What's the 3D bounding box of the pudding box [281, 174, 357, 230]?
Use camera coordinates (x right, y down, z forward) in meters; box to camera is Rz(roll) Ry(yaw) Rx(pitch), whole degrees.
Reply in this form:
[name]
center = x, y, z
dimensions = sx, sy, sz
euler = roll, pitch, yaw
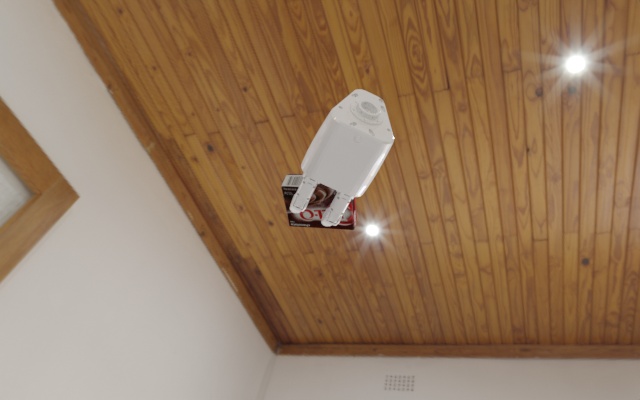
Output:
[pudding box]
center = 0.000, 0.002, 0.767
dimensions = 0.113, 0.090, 0.039
euler = 4, 42, 14
